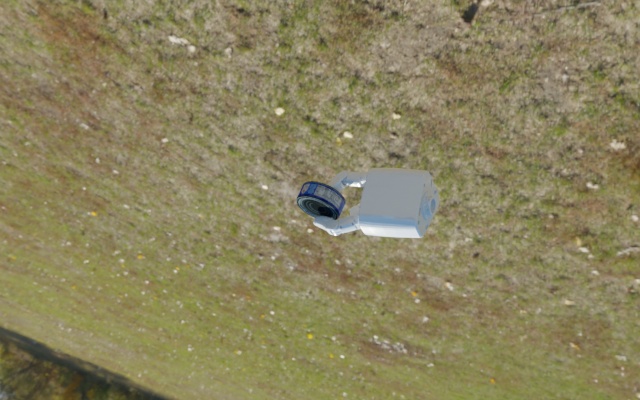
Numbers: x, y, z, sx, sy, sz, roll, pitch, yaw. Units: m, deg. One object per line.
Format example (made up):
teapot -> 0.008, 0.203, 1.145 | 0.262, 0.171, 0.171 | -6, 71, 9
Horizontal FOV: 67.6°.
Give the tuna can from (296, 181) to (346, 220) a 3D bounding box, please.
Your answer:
tuna can -> 0.000, 0.003, 0.866 | 0.086, 0.033, 0.086 | 20, -25, 10
